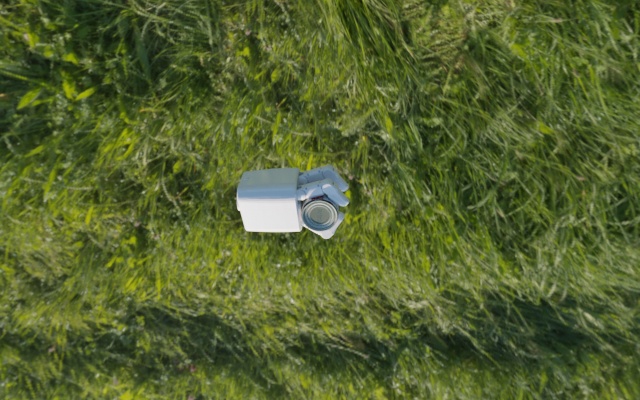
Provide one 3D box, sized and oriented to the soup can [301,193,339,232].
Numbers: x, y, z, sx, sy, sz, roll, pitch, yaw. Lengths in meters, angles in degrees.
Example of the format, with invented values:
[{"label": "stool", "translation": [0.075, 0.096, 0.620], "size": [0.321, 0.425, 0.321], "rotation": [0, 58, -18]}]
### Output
[{"label": "soup can", "translation": [0.001, 0.003, 0.885], "size": [0.068, 0.068, 0.102], "rotation": [0, 29, 2]}]
